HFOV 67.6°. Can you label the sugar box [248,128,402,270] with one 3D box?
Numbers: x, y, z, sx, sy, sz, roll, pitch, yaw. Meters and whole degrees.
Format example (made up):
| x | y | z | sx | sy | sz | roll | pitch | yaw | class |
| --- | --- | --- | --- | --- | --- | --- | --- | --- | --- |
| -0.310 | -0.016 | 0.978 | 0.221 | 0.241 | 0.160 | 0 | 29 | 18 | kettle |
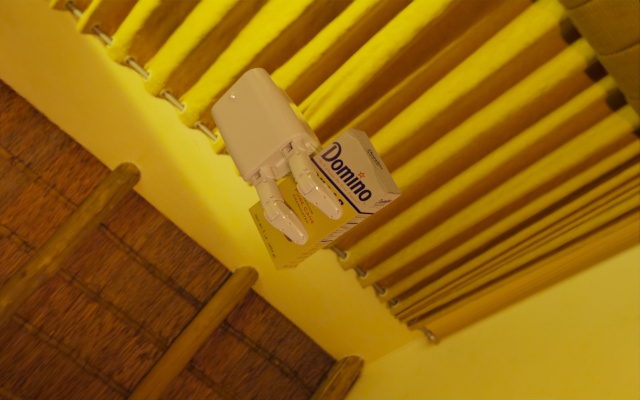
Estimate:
| x | y | z | sx | sy | sz | roll | pitch | yaw | class |
| --- | --- | --- | --- | --- | --- | --- | --- | --- | --- |
| 0.000 | 0.002 | 0.577 | 0.176 | 0.093 | 0.048 | -38 | -21 | 27 | sugar box |
